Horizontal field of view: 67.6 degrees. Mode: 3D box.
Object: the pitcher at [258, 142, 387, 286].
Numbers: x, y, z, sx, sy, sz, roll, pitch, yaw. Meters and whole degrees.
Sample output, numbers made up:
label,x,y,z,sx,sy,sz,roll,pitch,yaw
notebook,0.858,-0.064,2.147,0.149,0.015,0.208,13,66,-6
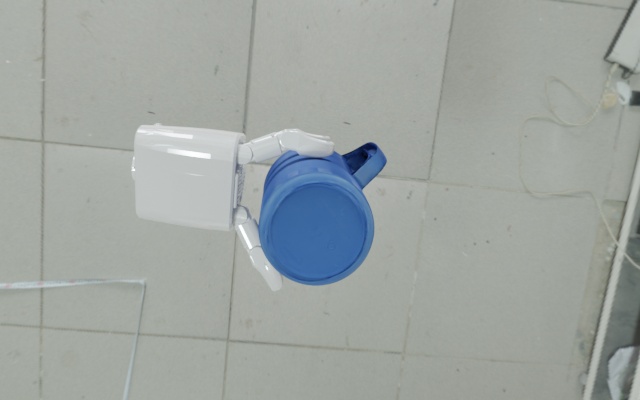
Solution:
label,x,y,z,sx,sy,sz,roll,pitch,yaw
pitcher,0.000,0.002,0.548,0.145,0.149,0.243,8,9,-4
